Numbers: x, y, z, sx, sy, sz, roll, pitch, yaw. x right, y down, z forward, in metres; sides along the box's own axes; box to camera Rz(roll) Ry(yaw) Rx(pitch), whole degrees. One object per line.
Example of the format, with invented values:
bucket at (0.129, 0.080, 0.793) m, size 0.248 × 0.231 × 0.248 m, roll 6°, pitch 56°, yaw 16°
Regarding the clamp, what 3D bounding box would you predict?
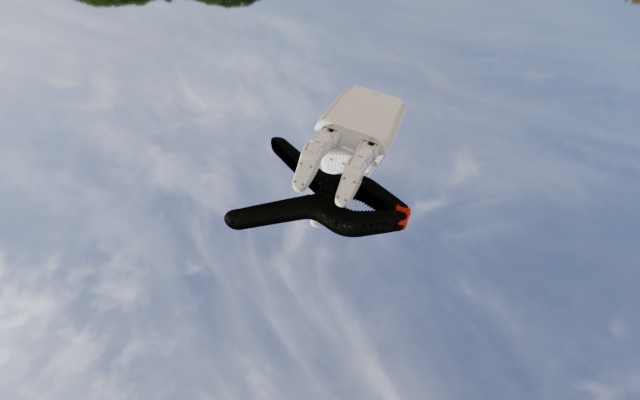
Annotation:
clamp at (0.001, 0.002, 0.577) m, size 0.210 × 0.036 × 0.164 m, roll 20°, pitch 47°, yaw 13°
